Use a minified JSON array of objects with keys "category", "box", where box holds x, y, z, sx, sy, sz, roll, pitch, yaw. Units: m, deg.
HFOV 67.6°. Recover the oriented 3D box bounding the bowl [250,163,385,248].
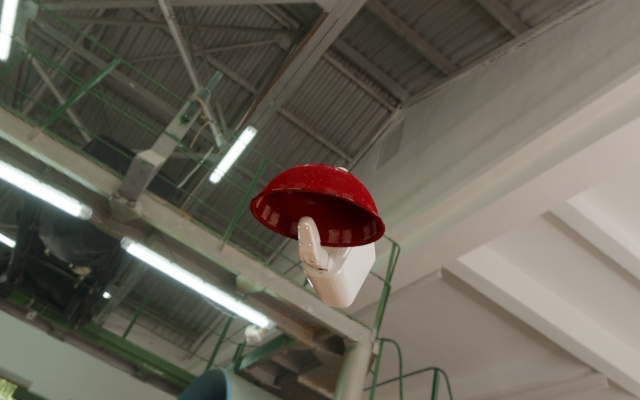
[{"category":"bowl","box":[0.000,0.001,0.572,0.162,0.055,0.162,9,-24,4]}]
